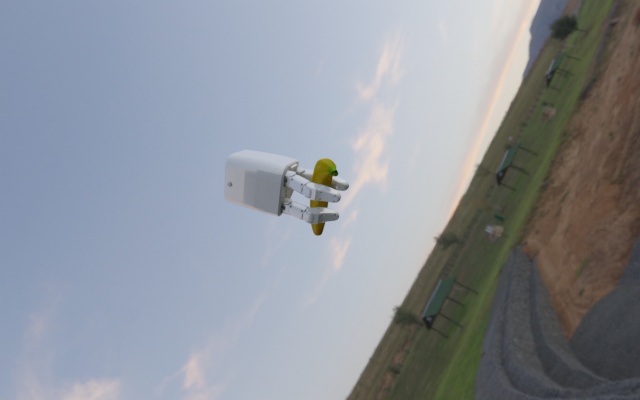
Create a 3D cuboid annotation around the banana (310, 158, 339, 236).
[{"bbox_3d":[0.001,-0.014,0.854,0.037,0.069,0.198,5,-36,-4],"label":"banana"}]
